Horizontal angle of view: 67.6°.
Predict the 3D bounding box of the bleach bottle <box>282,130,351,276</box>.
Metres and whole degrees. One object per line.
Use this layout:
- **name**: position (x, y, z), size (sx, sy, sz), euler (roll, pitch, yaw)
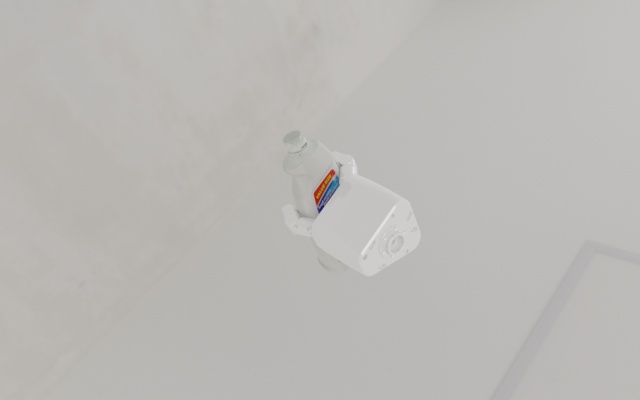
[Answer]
- **bleach bottle**: position (0.000, 0.002, 0.749), size (0.102, 0.251, 0.068), euler (-41, 39, -16)
